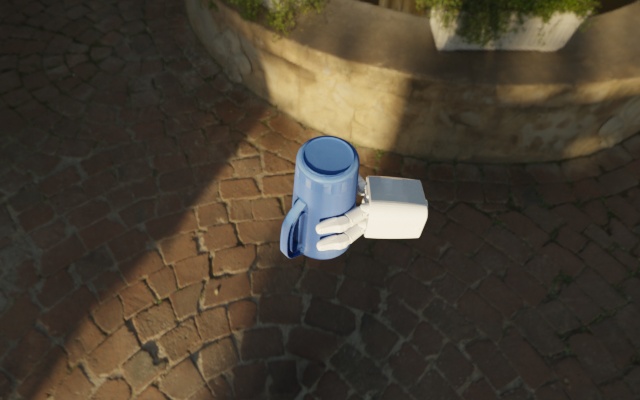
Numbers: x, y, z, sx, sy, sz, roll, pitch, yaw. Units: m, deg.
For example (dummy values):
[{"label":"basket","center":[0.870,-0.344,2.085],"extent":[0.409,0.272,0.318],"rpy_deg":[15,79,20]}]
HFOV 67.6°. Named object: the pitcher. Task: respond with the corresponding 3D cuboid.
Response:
[{"label":"pitcher","center":[0.000,0.003,0.892],"extent":[0.145,0.149,0.243],"rpy_deg":[3,-36,-1]}]
